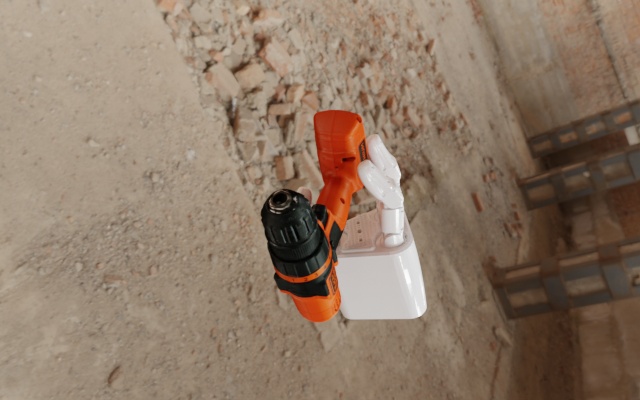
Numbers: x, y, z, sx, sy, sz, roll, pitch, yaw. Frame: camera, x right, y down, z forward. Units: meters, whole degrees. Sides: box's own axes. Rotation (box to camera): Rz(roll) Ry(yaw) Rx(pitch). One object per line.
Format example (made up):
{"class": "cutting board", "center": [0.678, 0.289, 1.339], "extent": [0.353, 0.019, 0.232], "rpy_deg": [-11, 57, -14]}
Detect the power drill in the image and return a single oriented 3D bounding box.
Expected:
{"class": "power drill", "center": [0.000, 0.001, 0.463], "extent": [0.057, 0.187, 0.185], "rpy_deg": [8, -36, 15]}
